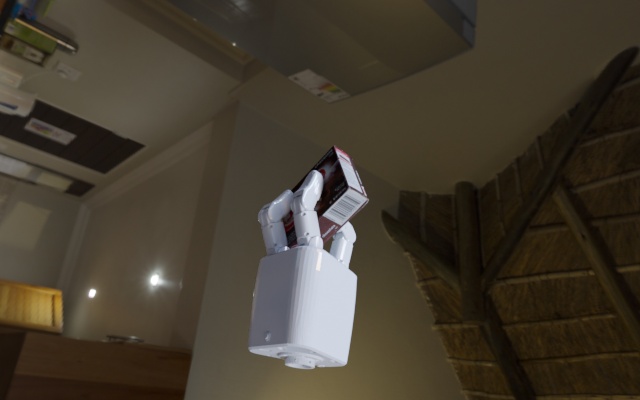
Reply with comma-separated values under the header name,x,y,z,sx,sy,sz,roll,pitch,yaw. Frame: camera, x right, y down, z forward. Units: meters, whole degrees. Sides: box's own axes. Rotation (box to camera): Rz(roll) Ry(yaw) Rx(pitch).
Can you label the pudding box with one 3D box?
name,x,y,z,sx,sy,sz,roll,pitch,yaw
pudding box,0.000,0.002,0.584,0.039,0.113,0.090,32,26,-33
